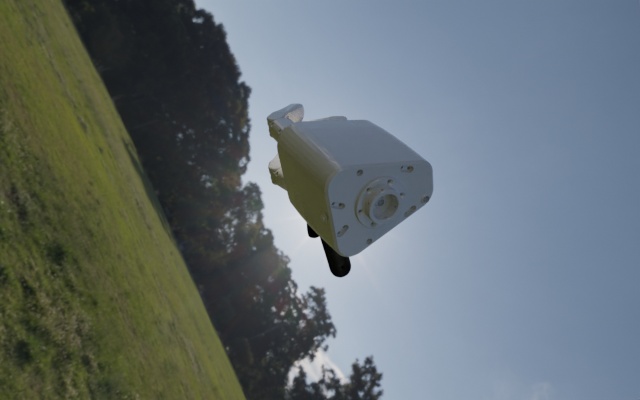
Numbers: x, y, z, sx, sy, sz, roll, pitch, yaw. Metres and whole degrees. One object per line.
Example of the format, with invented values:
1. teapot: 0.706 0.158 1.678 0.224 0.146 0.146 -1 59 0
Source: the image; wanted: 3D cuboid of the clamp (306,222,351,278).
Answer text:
1. clamp: 0.001 0.001 0.547 0.039 0.172 0.120 -21 34 -15
